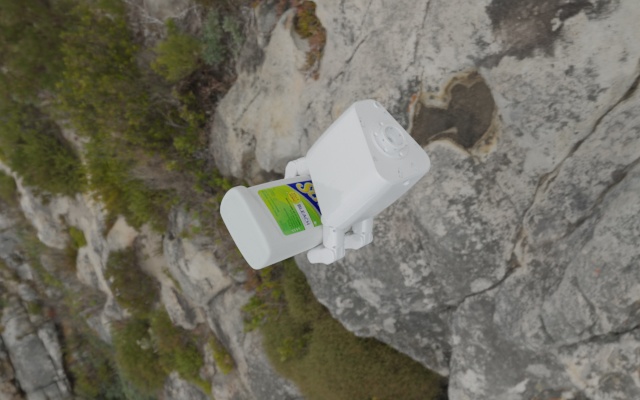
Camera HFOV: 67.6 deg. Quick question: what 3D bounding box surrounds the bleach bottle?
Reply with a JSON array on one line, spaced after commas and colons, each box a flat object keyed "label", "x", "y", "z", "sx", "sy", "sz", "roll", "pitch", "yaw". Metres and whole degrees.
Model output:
[{"label": "bleach bottle", "x": 0.000, "y": 0.002, "z": 0.638, "sx": 0.251, "sy": 0.102, "sz": 0.068, "roll": -21, "pitch": -17, "yaw": -39}]
